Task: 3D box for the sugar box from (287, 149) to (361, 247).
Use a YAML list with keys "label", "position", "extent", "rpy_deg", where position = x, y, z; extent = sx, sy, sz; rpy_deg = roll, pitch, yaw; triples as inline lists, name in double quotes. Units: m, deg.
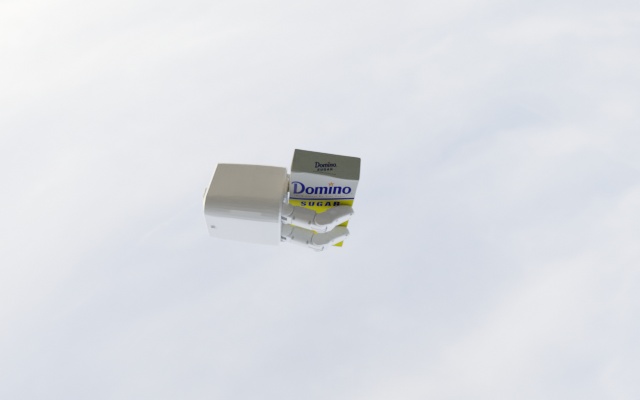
- label: "sugar box"
  position: [0.000, 0.003, 0.693]
  extent: [0.093, 0.048, 0.176]
  rpy_deg: [8, -33, 0]
